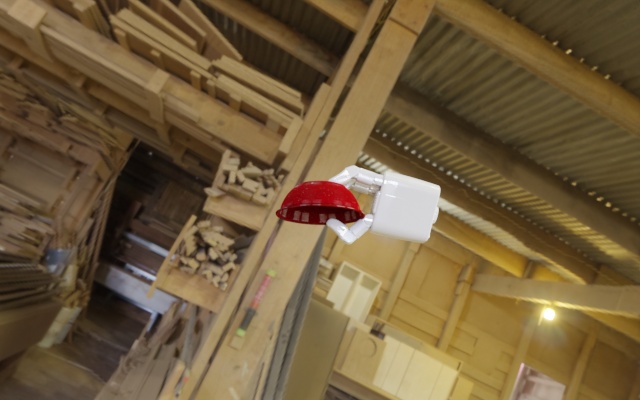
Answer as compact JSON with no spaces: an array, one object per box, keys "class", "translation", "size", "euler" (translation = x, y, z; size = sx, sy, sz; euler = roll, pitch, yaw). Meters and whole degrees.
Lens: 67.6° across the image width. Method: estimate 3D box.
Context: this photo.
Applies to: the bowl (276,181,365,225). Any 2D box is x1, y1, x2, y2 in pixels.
[{"class":"bowl","translation":[-0.001,0.002,0.865],"size":[0.162,0.055,0.162],"euler":[1,-14,0]}]
